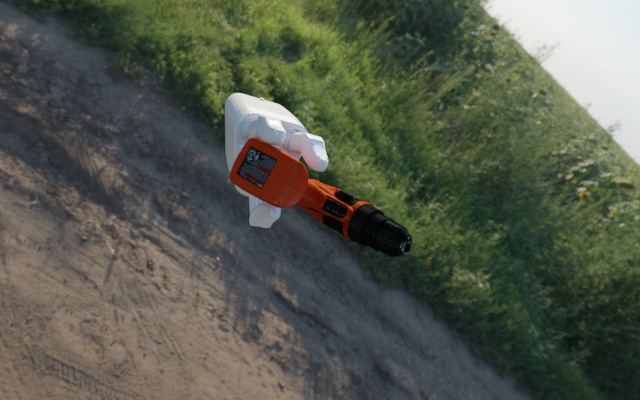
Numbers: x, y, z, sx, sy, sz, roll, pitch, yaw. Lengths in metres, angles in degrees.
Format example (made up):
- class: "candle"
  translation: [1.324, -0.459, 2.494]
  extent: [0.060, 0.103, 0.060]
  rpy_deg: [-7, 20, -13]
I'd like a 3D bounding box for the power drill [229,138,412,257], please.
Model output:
- class: "power drill"
  translation: [0.000, 0.002, 0.558]
  extent: [0.184, 0.057, 0.188]
  rpy_deg: [26, -3, 41]
